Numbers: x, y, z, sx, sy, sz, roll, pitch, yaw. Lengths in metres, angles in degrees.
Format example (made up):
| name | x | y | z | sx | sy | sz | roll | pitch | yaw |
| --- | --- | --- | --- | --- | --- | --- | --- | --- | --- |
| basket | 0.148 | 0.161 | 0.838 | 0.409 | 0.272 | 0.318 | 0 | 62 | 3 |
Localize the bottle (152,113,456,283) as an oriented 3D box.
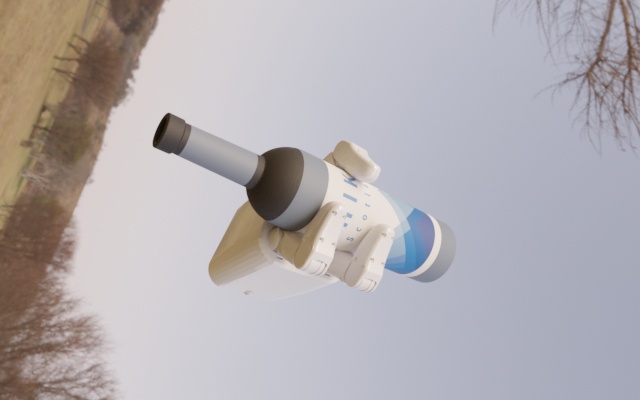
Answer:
| name | x | y | z | sx | sy | sz | roll | pitch | yaw |
| --- | --- | --- | --- | --- | --- | --- | --- | --- | --- |
| bottle | 0.000 | 0.001 | 0.416 | 0.296 | 0.069 | 0.069 | 24 | -14 | -32 |
